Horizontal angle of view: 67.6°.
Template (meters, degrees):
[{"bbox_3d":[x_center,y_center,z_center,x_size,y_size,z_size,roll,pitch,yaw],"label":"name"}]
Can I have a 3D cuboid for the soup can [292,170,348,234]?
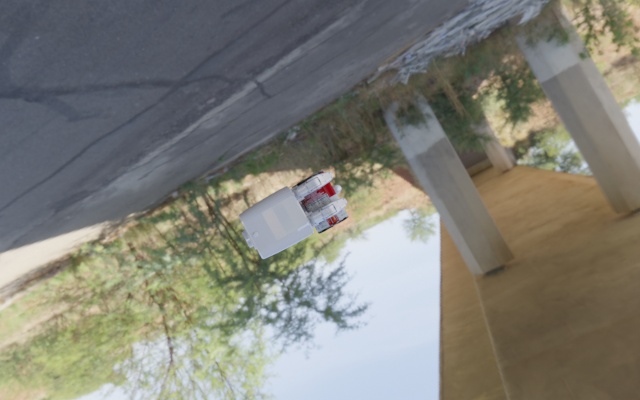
[{"bbox_3d":[0.001,0.003,0.900,0.068,0.102,0.068,-29,0,0],"label":"soup can"}]
